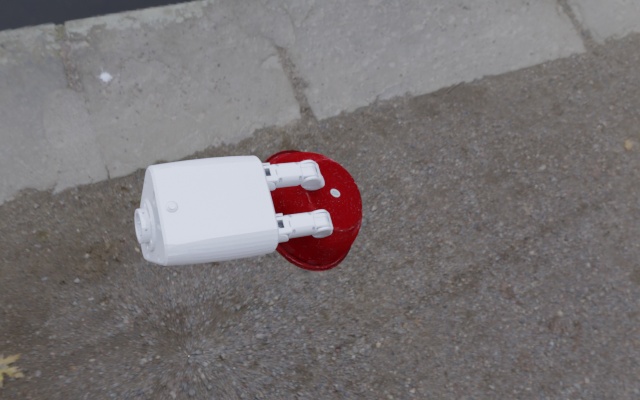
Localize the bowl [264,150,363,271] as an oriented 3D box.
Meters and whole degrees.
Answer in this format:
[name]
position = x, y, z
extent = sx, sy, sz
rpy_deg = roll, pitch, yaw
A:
[bowl]
position = 0.001, 0.001, 0.586
extent = 0.162, 0.162, 0.055
rpy_deg = 0, -20, -44
